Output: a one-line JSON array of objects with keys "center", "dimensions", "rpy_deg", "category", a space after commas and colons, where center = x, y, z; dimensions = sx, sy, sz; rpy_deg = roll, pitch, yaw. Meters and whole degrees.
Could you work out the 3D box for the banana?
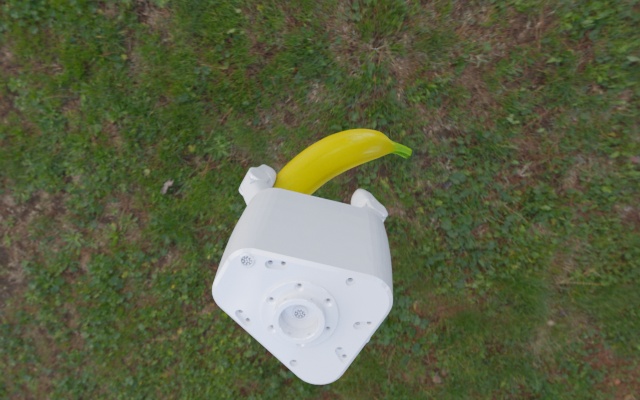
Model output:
[{"center": [-0.008, -0.014, 0.472], "dimensions": [0.198, 0.070, 0.037], "rpy_deg": [-33, 20, 12], "category": "banana"}]
